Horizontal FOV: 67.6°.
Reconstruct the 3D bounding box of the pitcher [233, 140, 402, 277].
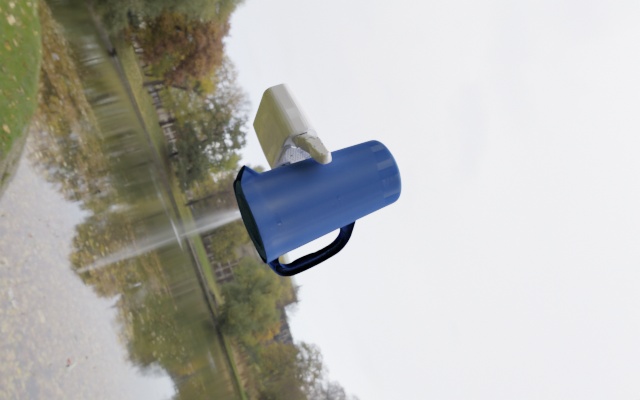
[{"bbox_3d":[0.000,0.002,0.737,0.243,0.145,0.149,-21,-27,-15],"label":"pitcher"}]
